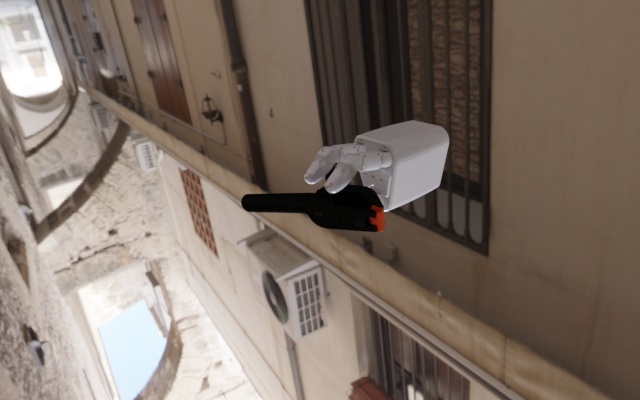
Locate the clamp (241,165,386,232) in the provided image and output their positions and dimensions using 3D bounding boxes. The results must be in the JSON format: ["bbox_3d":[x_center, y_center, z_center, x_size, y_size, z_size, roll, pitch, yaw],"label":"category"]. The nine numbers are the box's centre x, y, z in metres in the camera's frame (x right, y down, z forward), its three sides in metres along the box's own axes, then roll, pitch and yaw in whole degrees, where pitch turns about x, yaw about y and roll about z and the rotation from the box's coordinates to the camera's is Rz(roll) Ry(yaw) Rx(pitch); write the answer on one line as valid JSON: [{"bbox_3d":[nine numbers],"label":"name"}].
[{"bbox_3d":[0.001,0.003,0.639,0.164,0.036,0.210,-22,27,-25],"label":"clamp"}]
